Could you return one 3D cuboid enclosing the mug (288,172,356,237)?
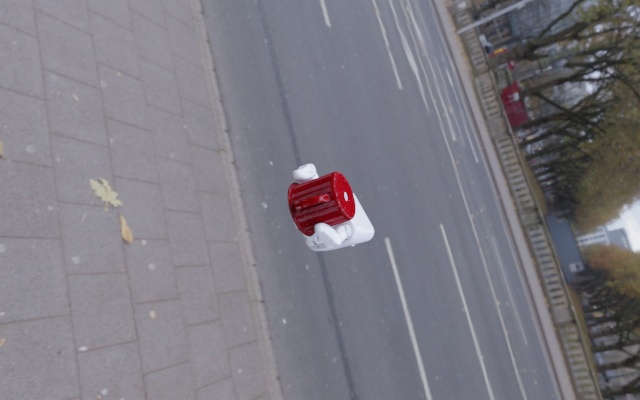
[{"bbox_3d":[0.000,0.002,0.761,0.081,0.093,0.117,-19,-10,23],"label":"mug"}]
